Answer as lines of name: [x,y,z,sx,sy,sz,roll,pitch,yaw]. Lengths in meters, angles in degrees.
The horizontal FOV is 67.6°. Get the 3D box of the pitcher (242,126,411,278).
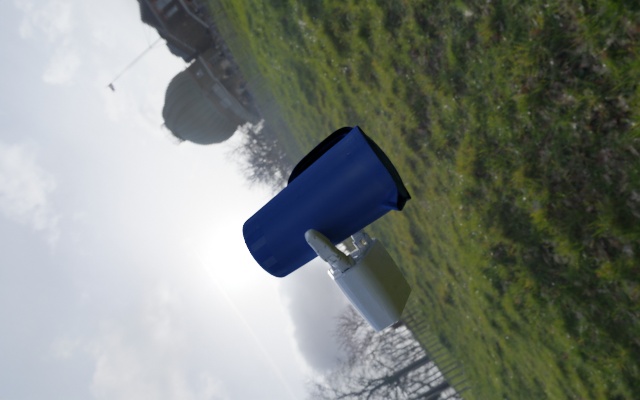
pitcher: [0.000,0.003,0.726,0.243,0.145,0.149,-36,6,12]
